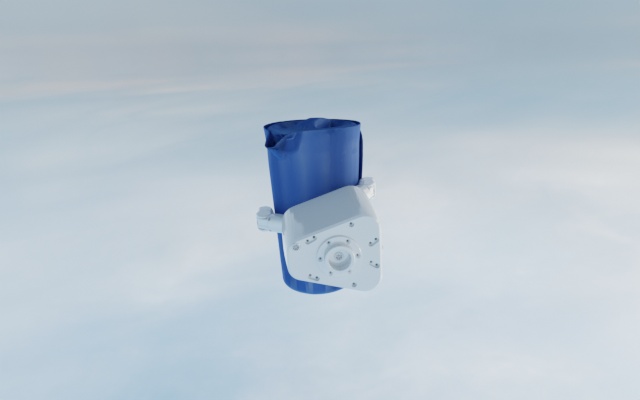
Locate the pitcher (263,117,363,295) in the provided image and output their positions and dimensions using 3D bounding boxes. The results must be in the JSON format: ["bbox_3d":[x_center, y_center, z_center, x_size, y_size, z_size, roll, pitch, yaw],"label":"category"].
[{"bbox_3d":[0.000,0.002,0.692,0.149,0.243,0.145,-4,17,-5],"label":"pitcher"}]
